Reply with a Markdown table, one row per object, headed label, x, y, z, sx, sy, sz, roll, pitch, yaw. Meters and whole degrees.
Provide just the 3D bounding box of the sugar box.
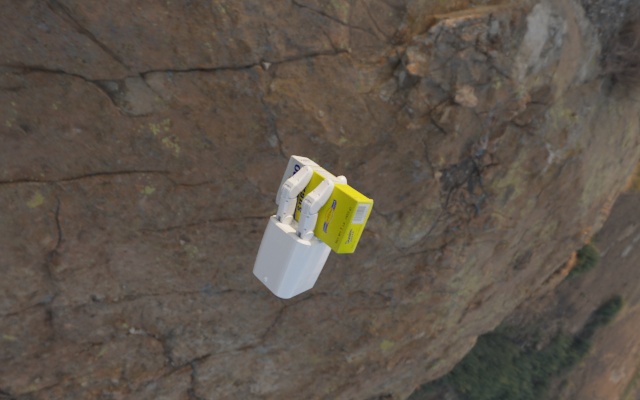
| label | x | y | z | sx | sy | sz | roll | pitch | yaw |
| --- | --- | --- | --- | --- | --- | --- | --- | --- | --- |
| sugar box | 0.000 | 0.003 | 0.781 | 0.048 | 0.093 | 0.176 | 4 | 23 | -47 |
